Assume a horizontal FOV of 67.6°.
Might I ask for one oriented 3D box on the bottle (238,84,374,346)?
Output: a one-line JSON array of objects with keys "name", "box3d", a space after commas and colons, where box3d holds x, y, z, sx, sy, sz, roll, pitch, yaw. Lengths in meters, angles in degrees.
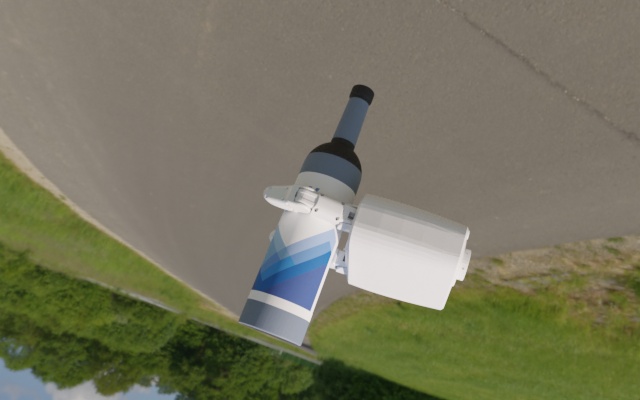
[{"name": "bottle", "box3d": [0.000, 0.002, 0.517, 0.069, 0.295, 0.069, 19, -18, 7]}]
